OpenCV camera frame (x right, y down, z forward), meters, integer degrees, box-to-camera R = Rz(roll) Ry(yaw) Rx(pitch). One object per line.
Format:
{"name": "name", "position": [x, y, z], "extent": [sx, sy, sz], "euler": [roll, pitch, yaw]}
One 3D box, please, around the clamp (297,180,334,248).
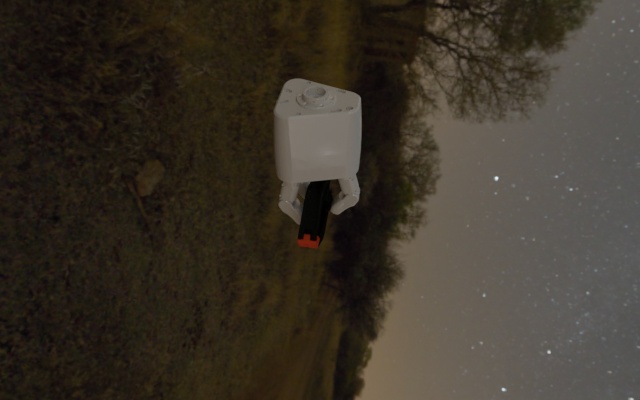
{"name": "clamp", "position": [0.001, 0.003, 0.728], "extent": [0.036, 0.165, 0.209], "euler": [5, 46, 8]}
